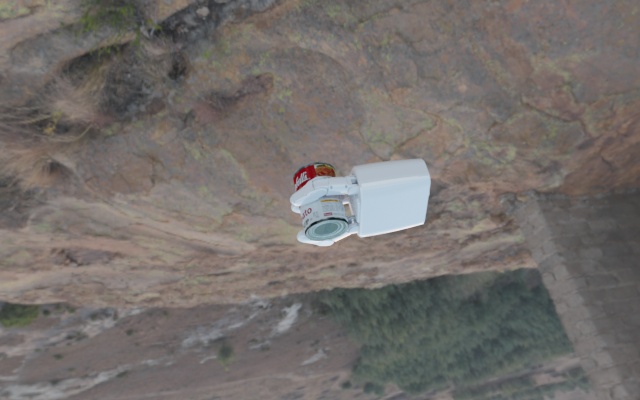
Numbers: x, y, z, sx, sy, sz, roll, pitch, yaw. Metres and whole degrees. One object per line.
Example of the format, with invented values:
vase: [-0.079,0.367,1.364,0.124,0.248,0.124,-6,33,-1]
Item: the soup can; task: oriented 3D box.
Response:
soup can: [0.000,0.003,0.724,0.068,0.102,0.068,-10,-30,-6]
